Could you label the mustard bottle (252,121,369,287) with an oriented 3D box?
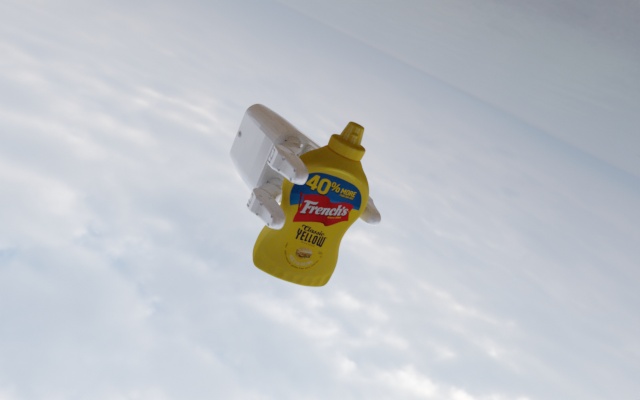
[{"bbox_3d":[0.000,0.002,0.533,0.096,0.192,0.058,20,19,-15],"label":"mustard bottle"}]
